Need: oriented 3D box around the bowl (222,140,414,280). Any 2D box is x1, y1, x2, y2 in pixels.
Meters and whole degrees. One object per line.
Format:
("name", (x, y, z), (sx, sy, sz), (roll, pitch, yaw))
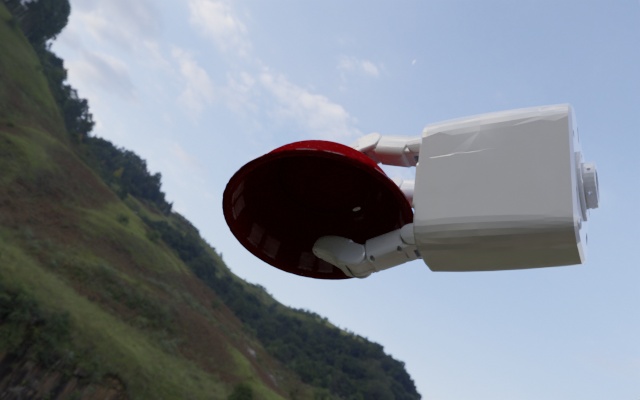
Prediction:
("bowl", (-0.001, 0.001, 0.417), (0.162, 0.055, 0.162), (5, -44, 5))
